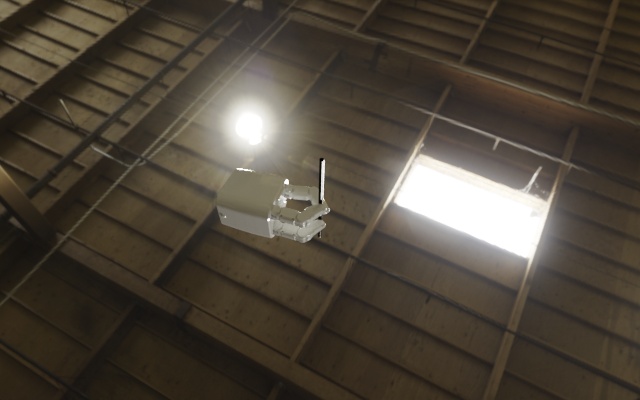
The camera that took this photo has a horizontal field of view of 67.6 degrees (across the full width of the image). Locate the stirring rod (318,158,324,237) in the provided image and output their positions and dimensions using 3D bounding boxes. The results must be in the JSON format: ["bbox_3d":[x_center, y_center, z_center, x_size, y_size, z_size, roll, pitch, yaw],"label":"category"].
[{"bbox_3d":[0.000,0.003,0.869,0.011,0.011,0.240,0,-35,-1],"label":"stirring rod"}]
